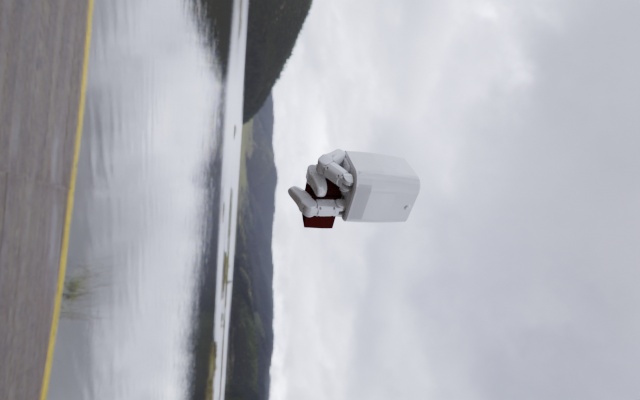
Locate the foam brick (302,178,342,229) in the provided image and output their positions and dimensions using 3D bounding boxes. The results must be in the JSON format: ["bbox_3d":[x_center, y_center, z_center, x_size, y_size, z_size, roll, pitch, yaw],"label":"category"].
[{"bbox_3d":[0.000,0.003,0.791,0.051,0.078,0.053,3,44,-12],"label":"foam brick"}]
